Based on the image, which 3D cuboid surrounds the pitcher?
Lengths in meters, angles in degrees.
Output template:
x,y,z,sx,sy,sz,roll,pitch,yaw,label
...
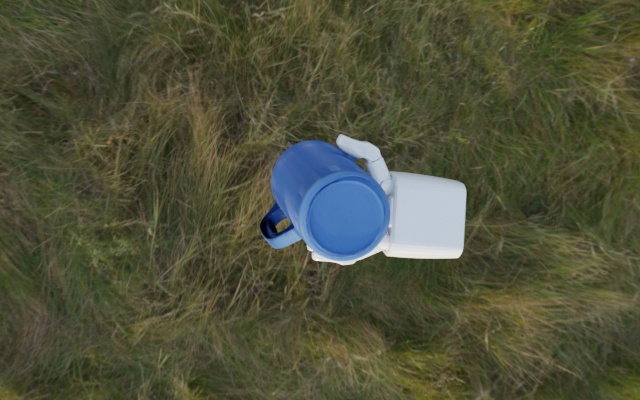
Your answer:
x,y,z,sx,sy,sz,roll,pitch,yaw,label
0.000,0.002,0.648,0.145,0.149,0.242,6,11,-11,pitcher
